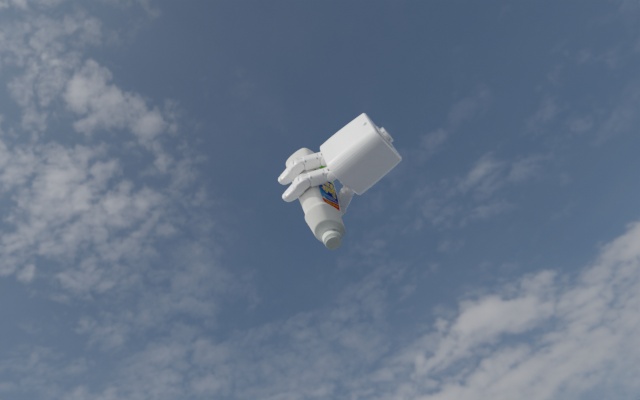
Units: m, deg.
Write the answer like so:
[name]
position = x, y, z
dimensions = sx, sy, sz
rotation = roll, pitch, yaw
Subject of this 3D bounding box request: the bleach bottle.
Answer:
[bleach bottle]
position = 0.000, 0.003, 0.892
dimensions = 0.103, 0.068, 0.250
rotation = 42, 17, -35
